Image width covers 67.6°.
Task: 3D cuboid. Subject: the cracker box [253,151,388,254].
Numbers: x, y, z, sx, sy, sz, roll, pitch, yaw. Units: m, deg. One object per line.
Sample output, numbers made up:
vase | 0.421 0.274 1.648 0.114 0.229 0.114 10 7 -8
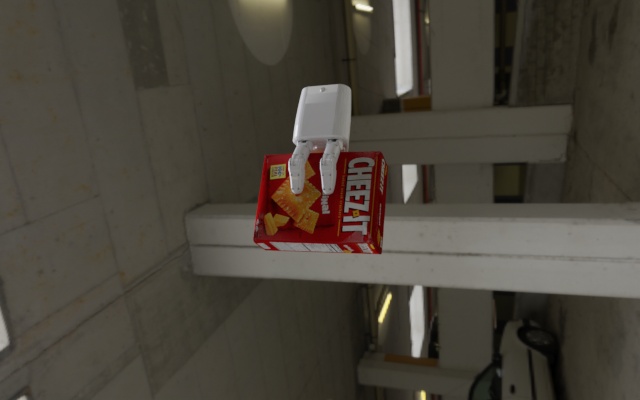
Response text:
cracker box | 0.000 0.003 0.820 0.213 0.164 0.072 0 -20 19
